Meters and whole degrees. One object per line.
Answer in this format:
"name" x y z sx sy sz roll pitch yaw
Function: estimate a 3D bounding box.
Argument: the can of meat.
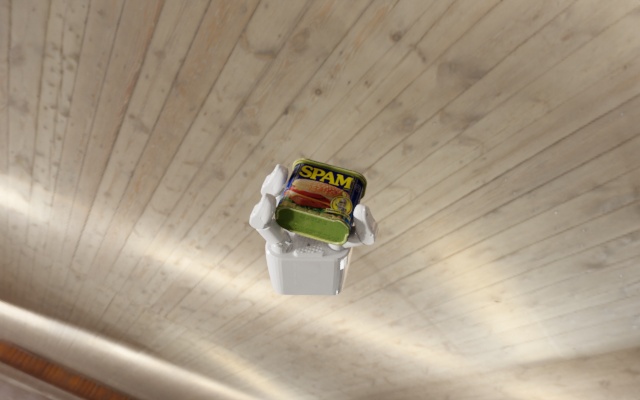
"can of meat" 0.000 0.002 0.612 0.102 0.084 0.057 15 -38 7
